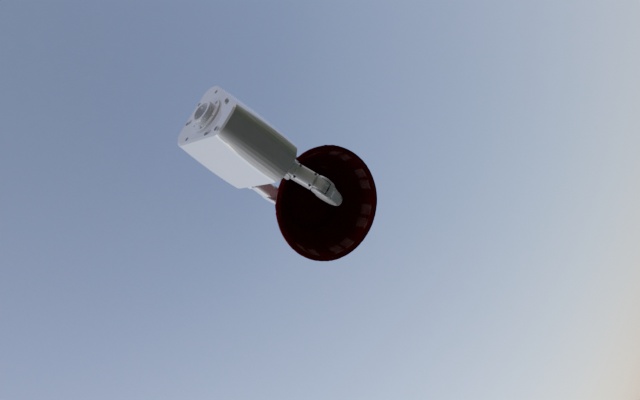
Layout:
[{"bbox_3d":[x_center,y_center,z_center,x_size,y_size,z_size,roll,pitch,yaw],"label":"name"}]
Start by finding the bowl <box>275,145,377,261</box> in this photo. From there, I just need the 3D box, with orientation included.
[{"bbox_3d":[0.001,0.003,0.680,0.162,0.162,0.055,0,5,-29],"label":"bowl"}]
